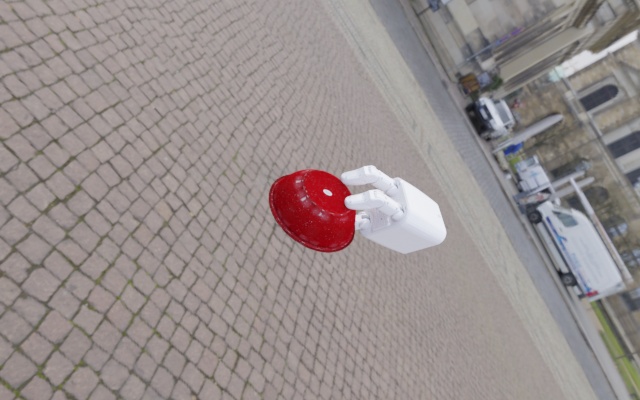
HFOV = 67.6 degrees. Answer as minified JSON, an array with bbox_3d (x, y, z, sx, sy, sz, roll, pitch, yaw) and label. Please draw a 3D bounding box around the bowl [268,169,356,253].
[{"bbox_3d":[-0.001,0.002,0.768,0.162,0.162,0.055,0,-38,-37],"label":"bowl"}]
